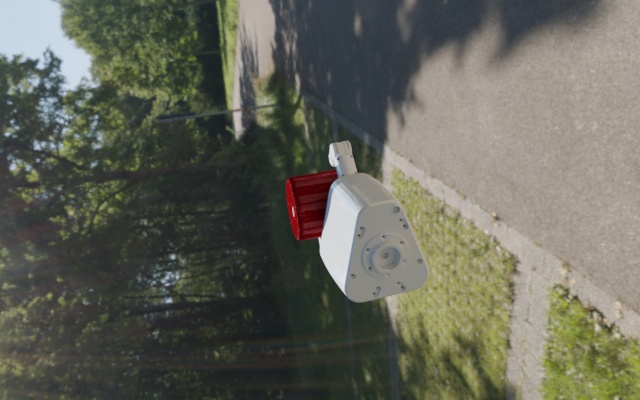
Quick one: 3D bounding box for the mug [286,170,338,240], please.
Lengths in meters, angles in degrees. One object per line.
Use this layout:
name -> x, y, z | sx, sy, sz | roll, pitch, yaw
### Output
mug -> 0.000, 0.002, 0.622 | 0.081, 0.093, 0.117 | -10, 16, -10
